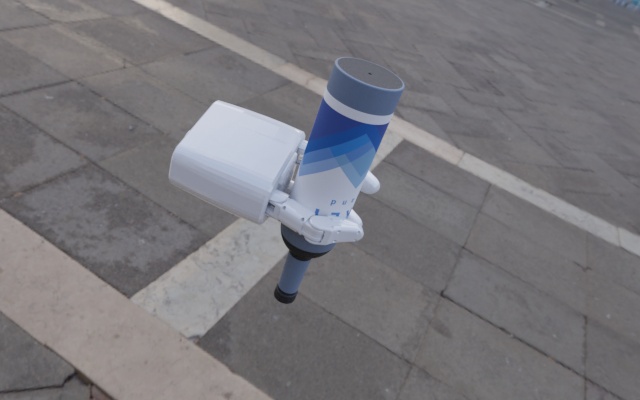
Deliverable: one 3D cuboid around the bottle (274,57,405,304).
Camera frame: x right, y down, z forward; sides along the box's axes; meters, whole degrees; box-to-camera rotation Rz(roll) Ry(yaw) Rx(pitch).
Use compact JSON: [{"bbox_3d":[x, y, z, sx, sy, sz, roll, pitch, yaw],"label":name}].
[{"bbox_3d":[0.000,0.001,0.505,0.069,0.296,0.069,15,34,-10],"label":"bottle"}]
